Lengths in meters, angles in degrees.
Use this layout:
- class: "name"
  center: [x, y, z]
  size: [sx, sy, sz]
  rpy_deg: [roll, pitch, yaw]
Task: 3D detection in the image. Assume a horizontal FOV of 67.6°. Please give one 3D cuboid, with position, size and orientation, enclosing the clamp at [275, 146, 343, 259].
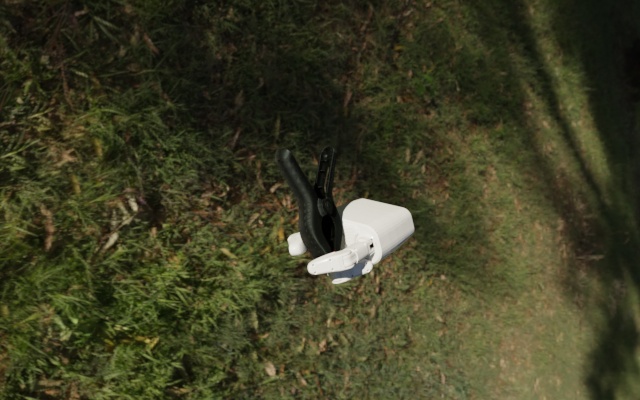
- class: "clamp"
  center: [0.001, 0.002, 0.656]
  size: [0.039, 0.171, 0.120]
  rpy_deg: [-7, 12, 41]
